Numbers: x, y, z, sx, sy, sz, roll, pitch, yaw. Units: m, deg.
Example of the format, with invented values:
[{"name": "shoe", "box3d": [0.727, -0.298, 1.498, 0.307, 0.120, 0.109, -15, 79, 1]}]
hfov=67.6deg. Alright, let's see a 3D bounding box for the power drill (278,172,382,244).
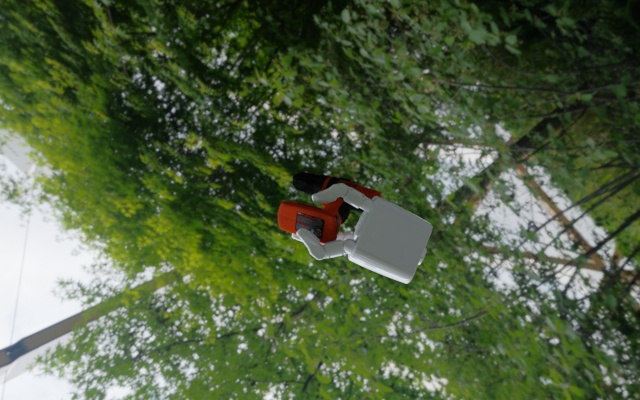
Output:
[{"name": "power drill", "box3d": [0.000, 0.003, 0.862, 0.184, 0.057, 0.187, 15, 26, 21]}]
